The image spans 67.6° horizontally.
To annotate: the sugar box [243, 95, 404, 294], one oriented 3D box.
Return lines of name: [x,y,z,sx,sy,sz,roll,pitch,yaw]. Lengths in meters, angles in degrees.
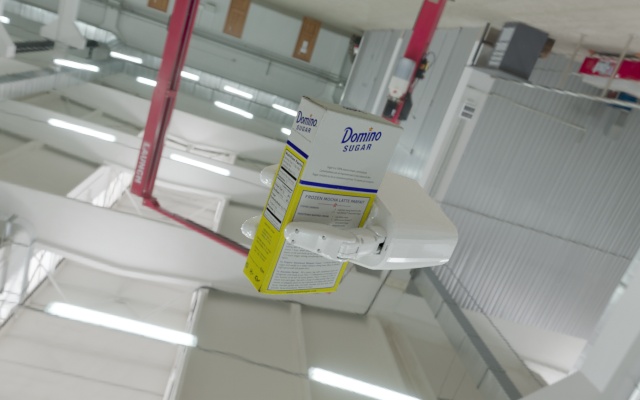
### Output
sugar box: [0.000,0.001,0.436,0.093,0.176,0.048,6,21,-39]
